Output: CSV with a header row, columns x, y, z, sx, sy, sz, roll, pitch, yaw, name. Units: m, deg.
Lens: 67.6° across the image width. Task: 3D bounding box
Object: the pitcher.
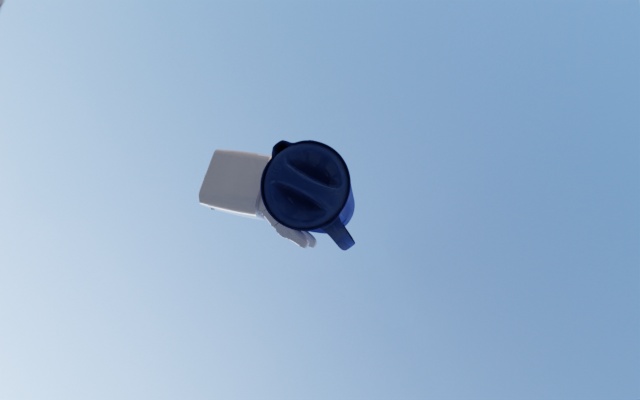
x,y,z,sx,sy,sz,roll,pitch,yaw,name
0.000,0.003,0.796,0.145,0.149,0.243,8,-7,10,pitcher
